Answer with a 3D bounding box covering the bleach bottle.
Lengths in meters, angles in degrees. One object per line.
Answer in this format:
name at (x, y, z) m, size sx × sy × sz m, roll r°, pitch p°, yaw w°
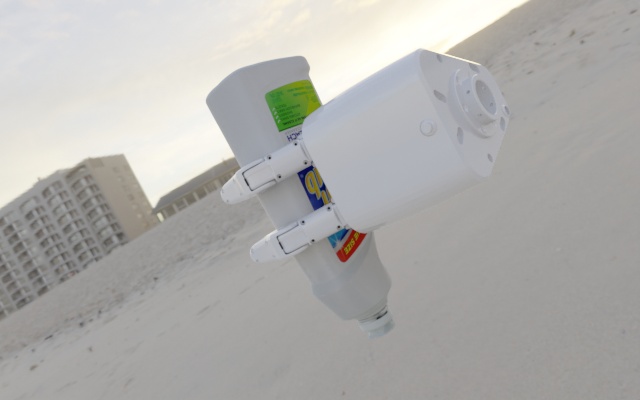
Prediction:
bleach bottle at (0.000, 0.001, 0.424) m, size 0.068 × 0.251 × 0.102 m, roll -26°, pitch 3°, yaw 42°
